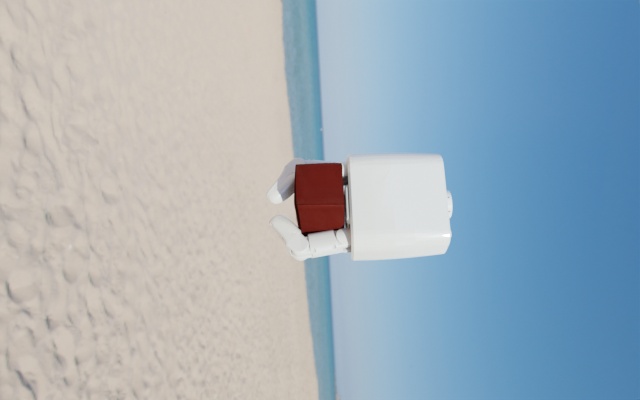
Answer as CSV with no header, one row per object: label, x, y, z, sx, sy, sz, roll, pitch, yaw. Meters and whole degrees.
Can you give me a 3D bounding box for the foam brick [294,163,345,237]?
foam brick,0.000,0.002,0.521,0.051,0.053,0.078,-2,-31,2
